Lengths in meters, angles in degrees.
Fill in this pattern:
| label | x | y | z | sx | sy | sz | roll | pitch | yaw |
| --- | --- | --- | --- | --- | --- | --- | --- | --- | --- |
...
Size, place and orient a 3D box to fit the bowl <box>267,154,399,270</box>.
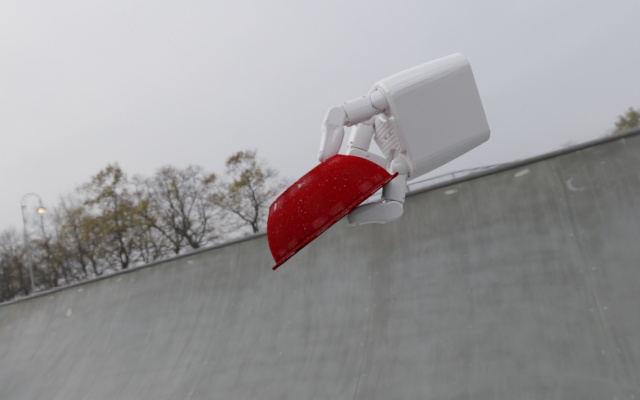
| label | x | y | z | sx | sy | sz | roll | pitch | yaw |
| --- | --- | --- | --- | --- | --- | --- | --- | --- | --- |
| bowl | -0.001 | 0.002 | 0.488 | 0.162 | 0.055 | 0.162 | -38 | -3 | -2 |
